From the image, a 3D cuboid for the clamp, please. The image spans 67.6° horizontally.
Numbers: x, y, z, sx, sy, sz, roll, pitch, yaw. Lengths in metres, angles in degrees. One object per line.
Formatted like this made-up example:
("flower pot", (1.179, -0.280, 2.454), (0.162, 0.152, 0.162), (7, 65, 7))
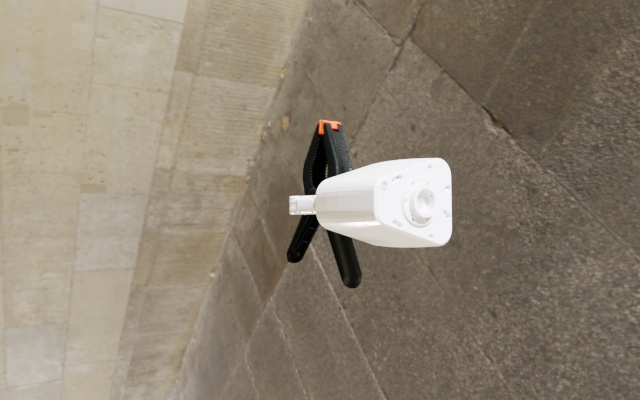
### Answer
("clamp", (0.000, 0.002, 0.633), (0.036, 0.210, 0.164), (1, -3, -32))
